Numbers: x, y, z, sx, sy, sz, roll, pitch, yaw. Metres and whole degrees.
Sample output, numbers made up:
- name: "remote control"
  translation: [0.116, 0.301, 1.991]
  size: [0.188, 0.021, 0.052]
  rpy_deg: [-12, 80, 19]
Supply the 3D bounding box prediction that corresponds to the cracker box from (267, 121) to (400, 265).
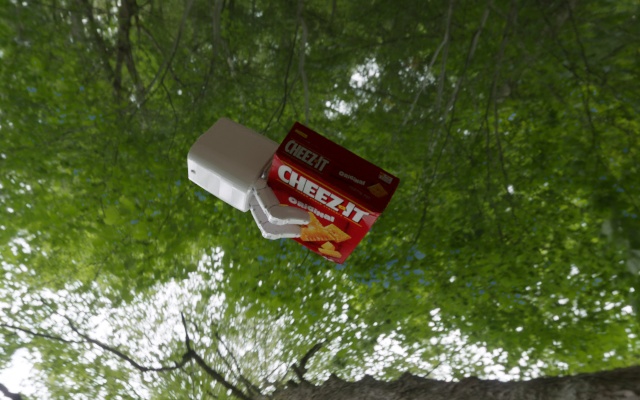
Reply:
- name: "cracker box"
  translation: [0.000, 0.002, 0.719]
  size: [0.164, 0.072, 0.214]
  rpy_deg: [29, -29, 2]
